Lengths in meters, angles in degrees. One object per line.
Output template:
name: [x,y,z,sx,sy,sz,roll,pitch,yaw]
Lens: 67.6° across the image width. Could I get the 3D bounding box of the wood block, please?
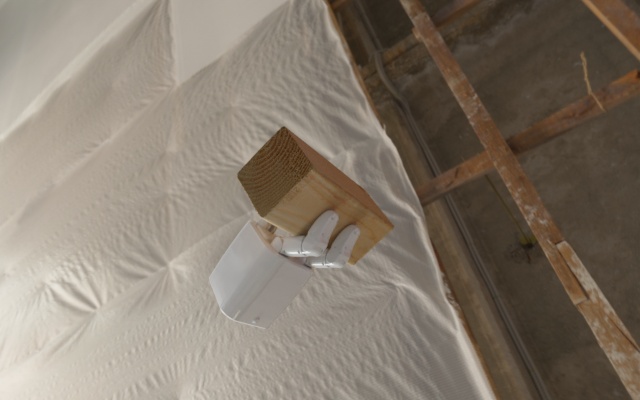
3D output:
wood block: [0.000,0.002,0.643,0.206,0.090,0.090,34,15,-49]
